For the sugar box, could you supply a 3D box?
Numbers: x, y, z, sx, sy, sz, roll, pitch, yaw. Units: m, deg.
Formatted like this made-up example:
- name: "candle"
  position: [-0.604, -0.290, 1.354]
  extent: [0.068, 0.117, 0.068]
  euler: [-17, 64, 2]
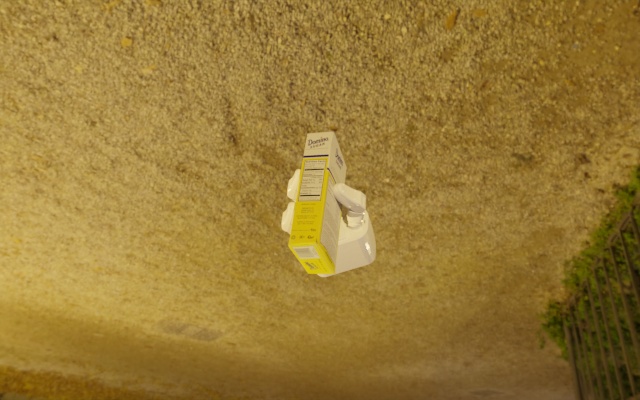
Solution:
- name: "sugar box"
  position: [0.000, 0.002, 0.657]
  extent: [0.048, 0.176, 0.093]
  euler: [-4, -32, 15]
